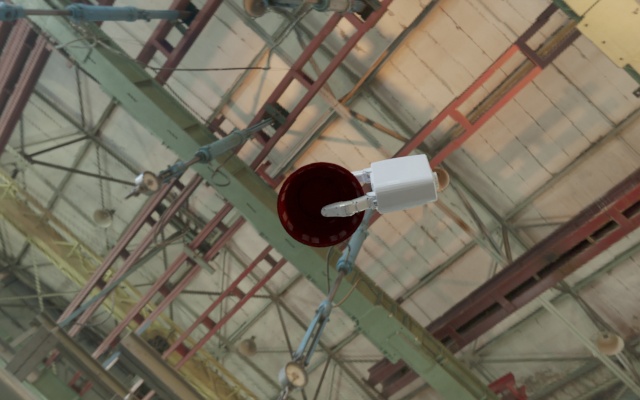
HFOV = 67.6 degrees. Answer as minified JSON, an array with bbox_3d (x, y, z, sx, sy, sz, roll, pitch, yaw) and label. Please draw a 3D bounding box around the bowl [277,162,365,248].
[{"bbox_3d":[-0.001,0.003,0.887,0.162,0.162,0.055,0,16,-5],"label":"bowl"}]
